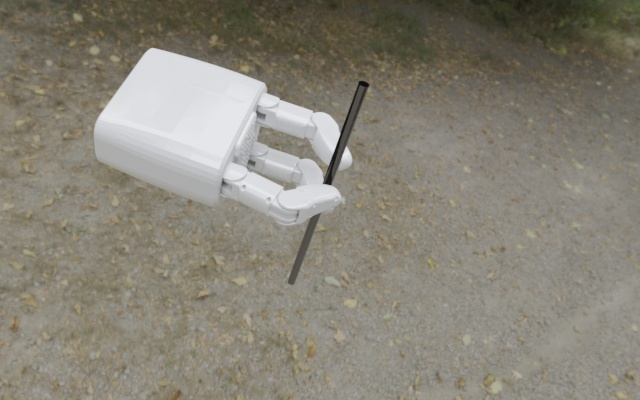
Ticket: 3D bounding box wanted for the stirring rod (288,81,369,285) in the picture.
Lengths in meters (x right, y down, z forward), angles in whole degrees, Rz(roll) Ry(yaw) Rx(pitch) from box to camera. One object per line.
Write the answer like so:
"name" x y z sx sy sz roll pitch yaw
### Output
"stirring rod" 0.000 0.001 0.418 0.011 0.011 0.240 0 -44 -21
